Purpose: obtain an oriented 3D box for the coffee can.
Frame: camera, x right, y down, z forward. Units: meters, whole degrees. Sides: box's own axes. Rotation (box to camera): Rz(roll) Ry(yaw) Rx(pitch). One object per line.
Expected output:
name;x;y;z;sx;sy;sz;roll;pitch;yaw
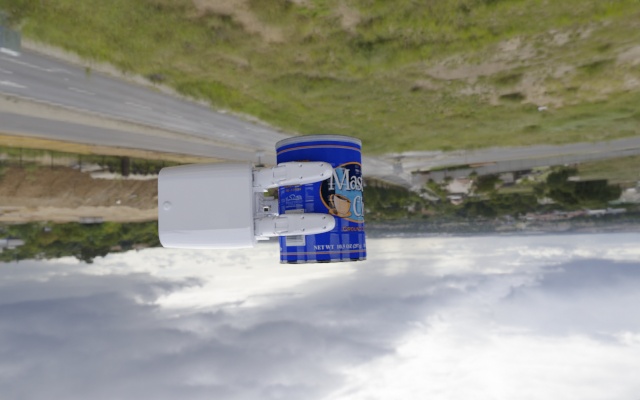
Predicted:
coffee can;0.000;0.002;0.562;0.103;0.140;0.103;-2;-5;0
